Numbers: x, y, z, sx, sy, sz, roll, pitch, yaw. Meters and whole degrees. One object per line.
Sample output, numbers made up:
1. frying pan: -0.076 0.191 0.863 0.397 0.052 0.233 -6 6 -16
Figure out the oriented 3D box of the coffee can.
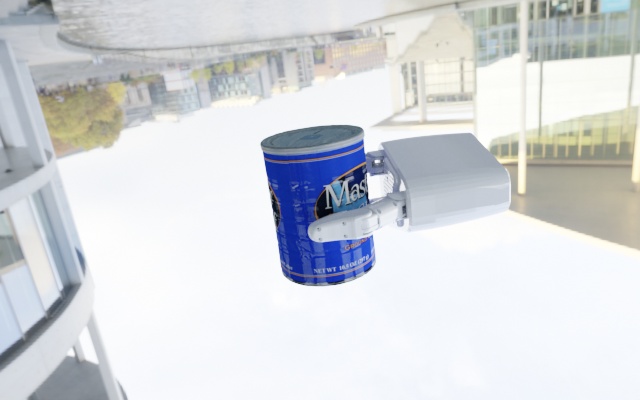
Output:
1. coffee can: 0.000 0.002 0.489 0.103 0.140 0.102 -7 18 2
